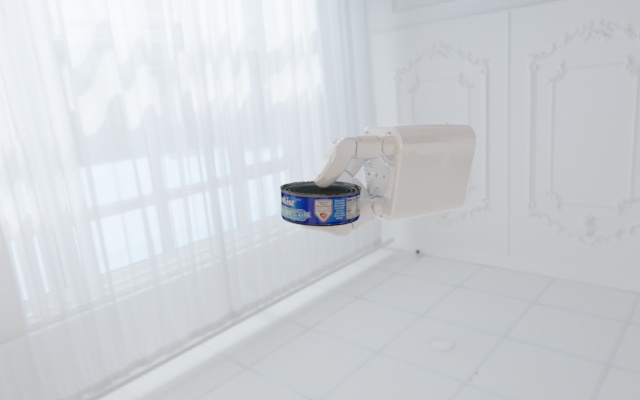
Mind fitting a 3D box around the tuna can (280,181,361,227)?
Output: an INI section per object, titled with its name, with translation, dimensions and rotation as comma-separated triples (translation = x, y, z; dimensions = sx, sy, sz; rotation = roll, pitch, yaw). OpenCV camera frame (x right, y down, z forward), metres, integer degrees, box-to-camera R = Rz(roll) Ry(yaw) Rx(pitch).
[tuna can]
translation = 0.000, 0.002, 0.506
dimensions = 0.086, 0.034, 0.086
rotation = 1, 11, 0
